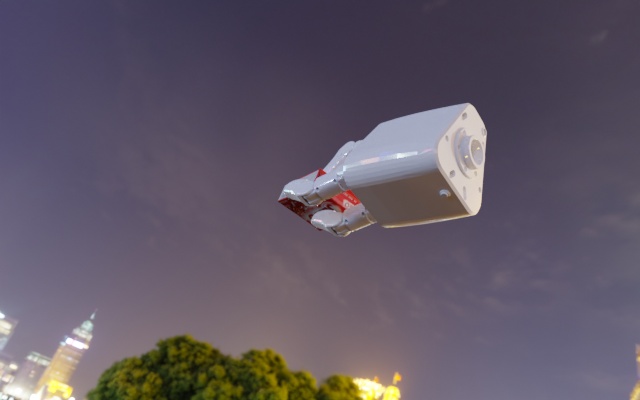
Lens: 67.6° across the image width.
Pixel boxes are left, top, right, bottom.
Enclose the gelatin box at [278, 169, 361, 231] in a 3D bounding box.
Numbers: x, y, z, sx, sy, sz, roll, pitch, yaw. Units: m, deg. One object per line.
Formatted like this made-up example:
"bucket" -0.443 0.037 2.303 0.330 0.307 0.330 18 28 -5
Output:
"gelatin box" 0.000 0.002 0.590 0.073 0.030 0.089 36 -29 -22
